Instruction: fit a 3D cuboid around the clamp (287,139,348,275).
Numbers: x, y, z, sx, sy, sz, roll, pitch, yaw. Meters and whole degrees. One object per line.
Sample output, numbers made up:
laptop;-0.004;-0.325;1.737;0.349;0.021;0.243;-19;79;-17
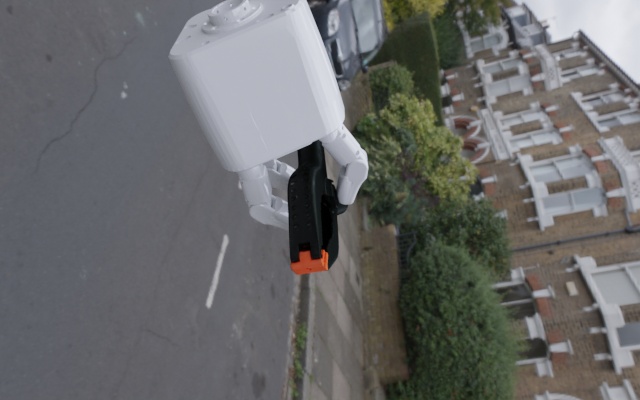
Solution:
clamp;0.001;0.002;0.469;0.036;0.165;0.209;-11;40;12
